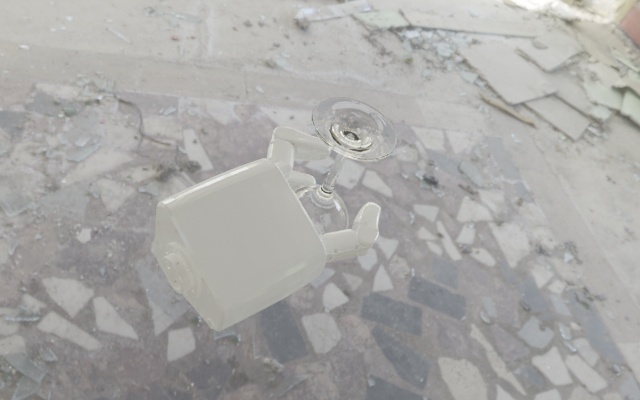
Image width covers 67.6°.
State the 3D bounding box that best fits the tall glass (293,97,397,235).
[{"bbox_3d":[0.000,0.001,0.464,0.079,0.079,0.201,0,-38,-21],"label":"tall glass"}]
